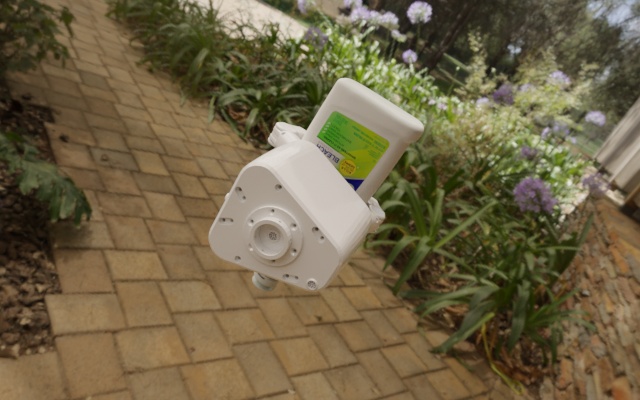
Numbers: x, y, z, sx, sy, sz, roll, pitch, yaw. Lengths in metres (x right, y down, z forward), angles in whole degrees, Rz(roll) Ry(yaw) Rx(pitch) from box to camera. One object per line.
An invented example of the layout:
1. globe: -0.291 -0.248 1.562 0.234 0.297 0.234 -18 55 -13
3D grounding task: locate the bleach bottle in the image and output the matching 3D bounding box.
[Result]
1. bleach bottle: 0.000 0.002 0.516 0.102 0.251 0.068 33 21 6
